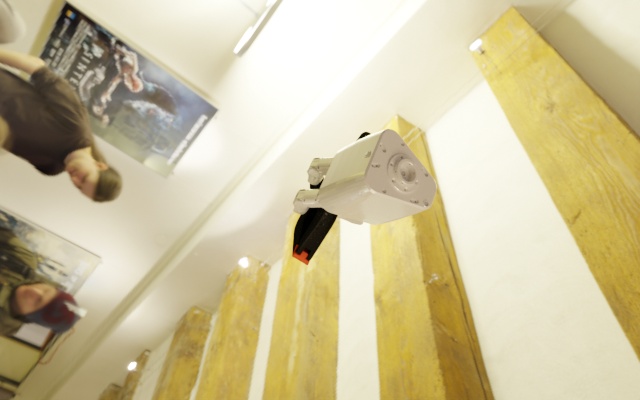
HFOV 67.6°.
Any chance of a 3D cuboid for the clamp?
[{"bbox_3d":[0.001,0.003,0.734,0.036,0.210,0.164,32,-26,-18],"label":"clamp"}]
